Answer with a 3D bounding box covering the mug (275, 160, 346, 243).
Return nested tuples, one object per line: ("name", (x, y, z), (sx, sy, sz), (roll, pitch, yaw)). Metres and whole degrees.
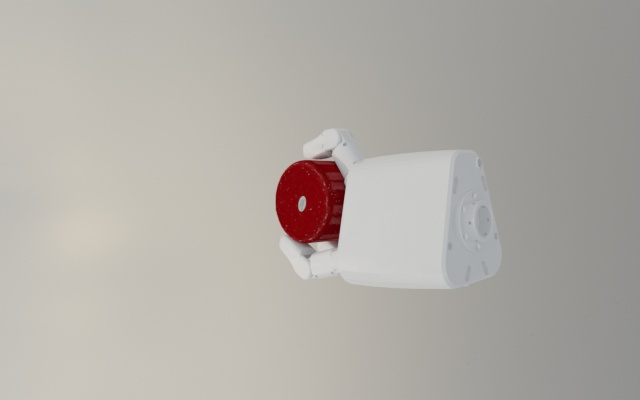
("mug", (-0.001, 0.002, 0.497), (0.081, 0.093, 0.117), (-2, -4, -44))
